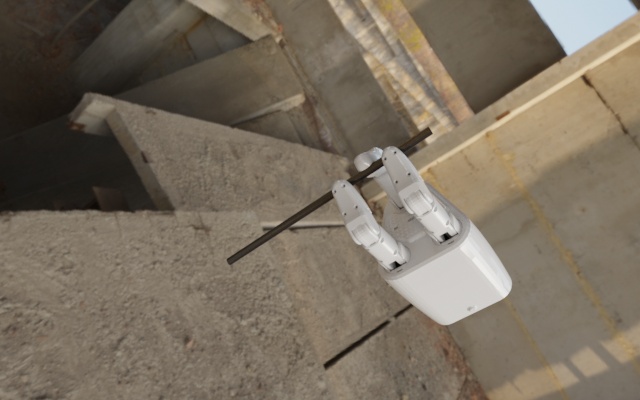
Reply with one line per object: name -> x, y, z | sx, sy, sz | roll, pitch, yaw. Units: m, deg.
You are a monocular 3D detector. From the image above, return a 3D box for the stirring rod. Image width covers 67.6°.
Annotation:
stirring rod -> 0.000, 0.002, 0.452 | 0.239, 0.011, 0.011 | -33, -13, 20
